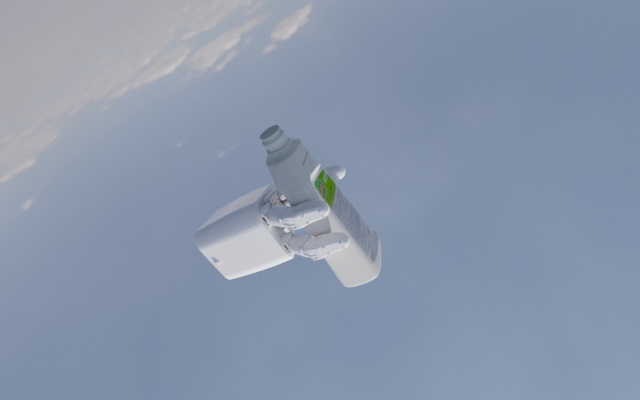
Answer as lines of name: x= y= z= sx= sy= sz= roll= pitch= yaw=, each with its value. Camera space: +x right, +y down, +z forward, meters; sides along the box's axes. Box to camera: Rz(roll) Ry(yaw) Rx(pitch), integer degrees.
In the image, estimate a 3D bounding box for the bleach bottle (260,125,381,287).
bleach bottle: x=0.000 y=0.002 z=0.643 sx=0.068 sy=0.251 sz=0.102 roll=-23 pitch=32 yaw=19
